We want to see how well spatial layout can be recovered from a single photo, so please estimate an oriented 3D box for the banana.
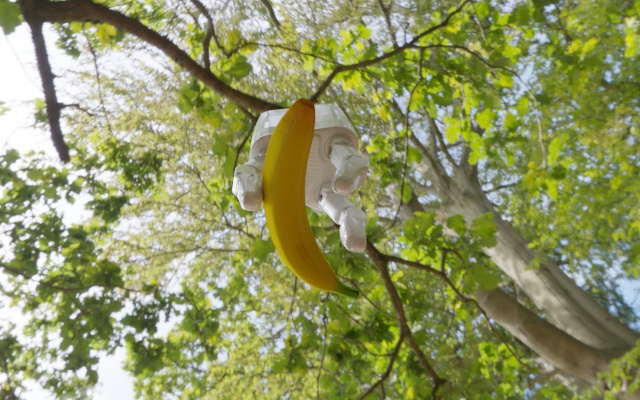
[{"bbox_3d":[-0.017,0.008,0.427,0.069,0.198,0.037,-11,26,8],"label":"banana"}]
